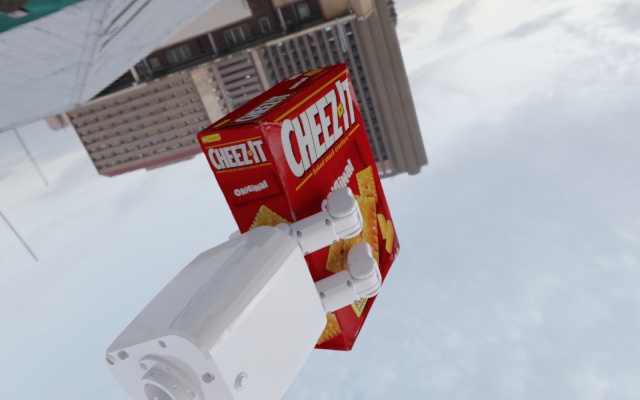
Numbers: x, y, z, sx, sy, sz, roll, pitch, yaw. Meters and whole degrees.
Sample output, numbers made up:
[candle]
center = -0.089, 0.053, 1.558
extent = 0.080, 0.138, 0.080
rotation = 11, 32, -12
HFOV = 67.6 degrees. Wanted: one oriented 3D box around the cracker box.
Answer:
[cracker box]
center = 0.000, 0.002, 0.442
extent = 0.072, 0.214, 0.164
rotation = -5, 26, 30
